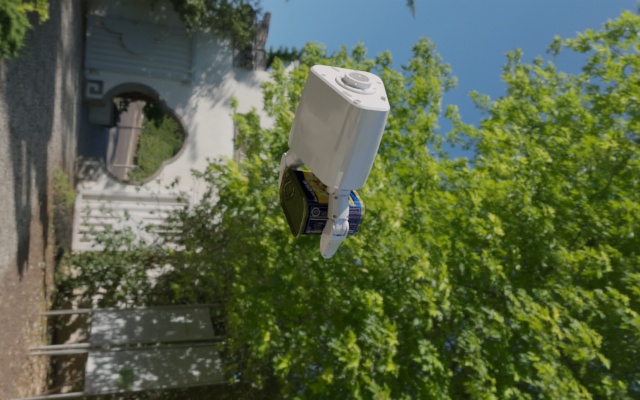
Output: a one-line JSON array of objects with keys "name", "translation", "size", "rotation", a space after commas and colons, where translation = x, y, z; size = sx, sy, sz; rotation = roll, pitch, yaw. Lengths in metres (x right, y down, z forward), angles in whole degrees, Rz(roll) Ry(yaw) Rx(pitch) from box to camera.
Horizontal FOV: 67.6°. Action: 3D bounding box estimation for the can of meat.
[{"name": "can of meat", "translation": [0.000, 0.002, 0.624], "size": [0.084, 0.057, 0.102], "rotation": [2, 34, -22]}]
